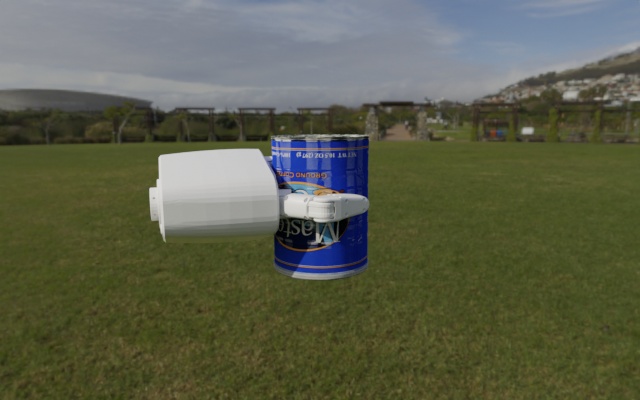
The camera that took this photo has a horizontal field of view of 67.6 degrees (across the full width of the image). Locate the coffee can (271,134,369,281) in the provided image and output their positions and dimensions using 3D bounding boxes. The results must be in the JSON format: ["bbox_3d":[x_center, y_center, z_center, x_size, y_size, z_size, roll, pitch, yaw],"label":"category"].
[{"bbox_3d":[0.000,0.002,0.507,0.103,0.140,0.103,0,9,0],"label":"coffee can"}]
